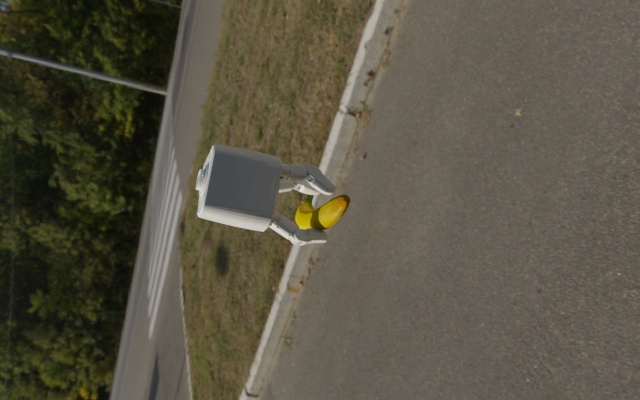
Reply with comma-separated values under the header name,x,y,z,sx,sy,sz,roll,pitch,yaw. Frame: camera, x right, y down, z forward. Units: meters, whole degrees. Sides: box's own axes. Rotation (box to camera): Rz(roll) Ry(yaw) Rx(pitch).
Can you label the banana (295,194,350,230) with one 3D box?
name,x,y,z,sx,sy,sz,roll,pitch,yaw
banana,-0.006,0.020,0.792,0.037,0.069,0.198,16,-3,-20
